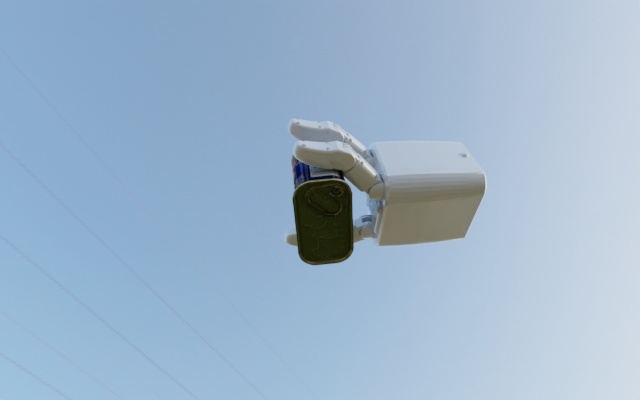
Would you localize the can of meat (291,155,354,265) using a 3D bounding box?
[{"bbox_3d":[0.000,0.002,0.502,0.057,0.102,0.084,-6,34,-2],"label":"can of meat"}]
